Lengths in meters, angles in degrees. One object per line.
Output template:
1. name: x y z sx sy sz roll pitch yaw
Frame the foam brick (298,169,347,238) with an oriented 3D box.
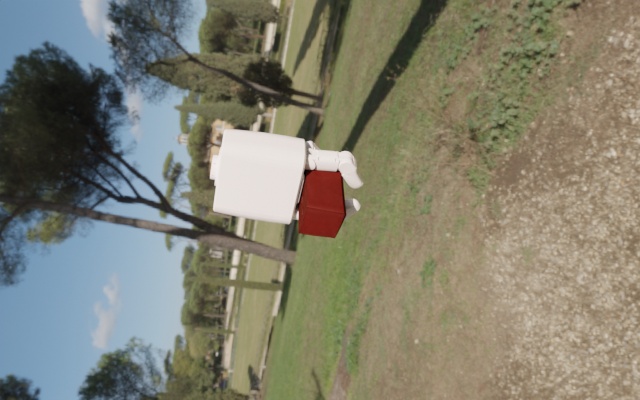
1. foam brick: 0.000 0.002 0.624 0.051 0.078 0.053 8 -44 -12
